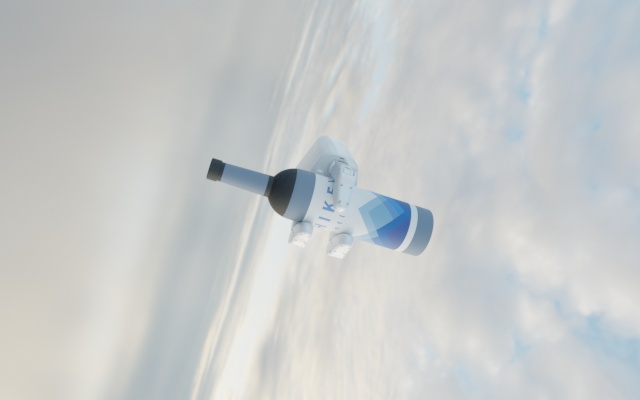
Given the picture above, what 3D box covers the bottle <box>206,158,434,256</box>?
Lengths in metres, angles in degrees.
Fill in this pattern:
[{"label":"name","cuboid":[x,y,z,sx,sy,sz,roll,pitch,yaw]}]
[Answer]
[{"label":"bottle","cuboid":[0.000,0.002,0.621,0.296,0.069,0.069,17,-4,-12]}]
